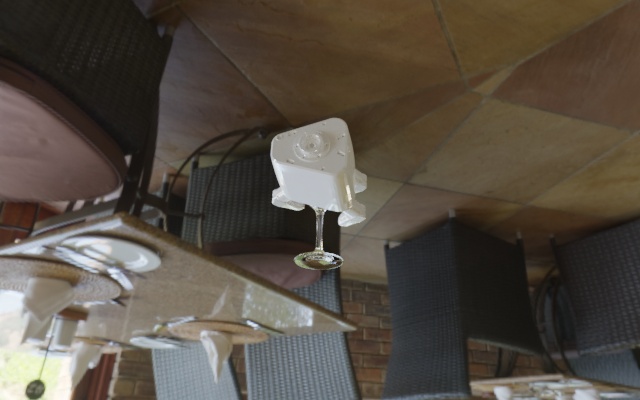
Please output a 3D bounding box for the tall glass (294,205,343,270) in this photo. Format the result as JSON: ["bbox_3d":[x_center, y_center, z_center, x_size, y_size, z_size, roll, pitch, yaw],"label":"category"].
[{"bbox_3d":[0.000,0.003,0.759,0.079,0.201,0.079,2,-26,1],"label":"tall glass"}]
